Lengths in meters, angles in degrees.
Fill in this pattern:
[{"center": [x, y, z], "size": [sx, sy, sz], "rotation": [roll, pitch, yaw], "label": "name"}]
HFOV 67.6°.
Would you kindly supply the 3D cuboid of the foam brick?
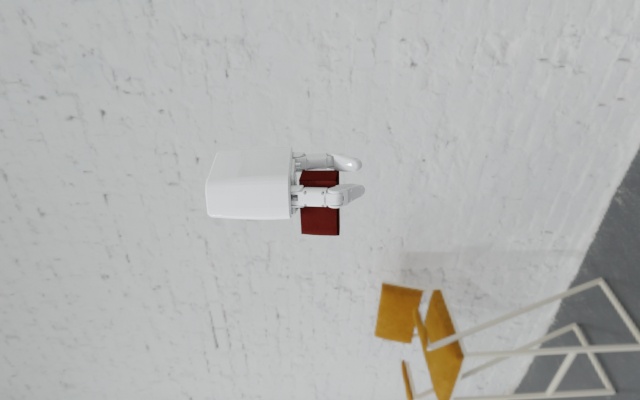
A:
[{"center": [0.000, 0.002, 0.640], "size": [0.051, 0.078, 0.053], "rotation": [-1, 18, 3], "label": "foam brick"}]
